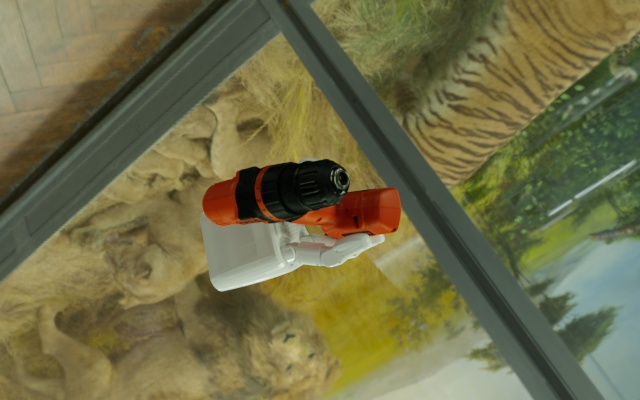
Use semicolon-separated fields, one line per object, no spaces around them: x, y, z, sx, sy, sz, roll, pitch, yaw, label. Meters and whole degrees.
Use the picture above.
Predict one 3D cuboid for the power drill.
0.000;0.002;0.494;0.184;0.057;0.188;-7;-14;44;power drill
